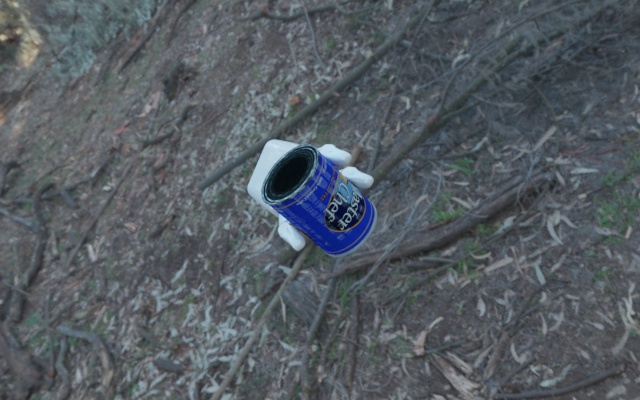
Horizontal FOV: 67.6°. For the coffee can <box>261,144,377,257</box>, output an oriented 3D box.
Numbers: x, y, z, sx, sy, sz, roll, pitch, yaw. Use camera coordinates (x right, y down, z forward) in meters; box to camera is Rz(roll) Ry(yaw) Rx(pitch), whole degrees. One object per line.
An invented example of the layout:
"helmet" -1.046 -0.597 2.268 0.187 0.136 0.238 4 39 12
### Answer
"coffee can" 0.000 0.002 0.682 0.103 0.102 0.140 0 -34 48
